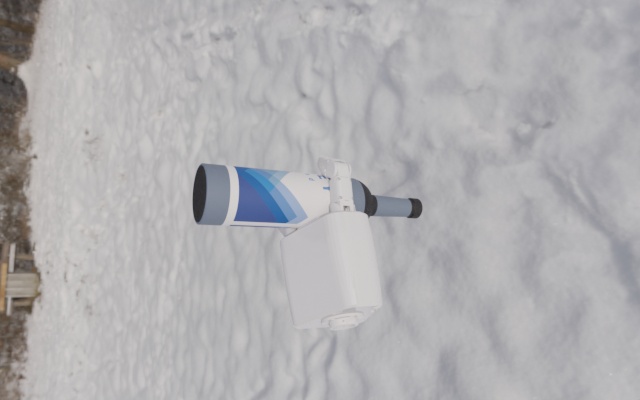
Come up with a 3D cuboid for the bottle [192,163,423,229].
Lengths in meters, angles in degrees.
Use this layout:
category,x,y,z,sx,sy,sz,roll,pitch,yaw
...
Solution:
category,x,y,z,sx,sy,sz,roll,pitch,yaw
bottle,0.000,0.002,0.580,0.296,0.069,0.069,4,-2,-28
